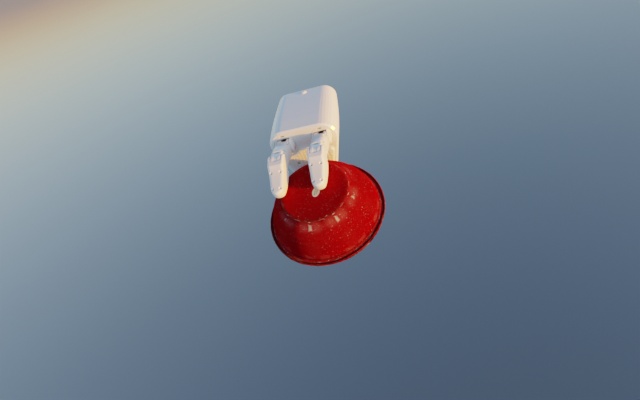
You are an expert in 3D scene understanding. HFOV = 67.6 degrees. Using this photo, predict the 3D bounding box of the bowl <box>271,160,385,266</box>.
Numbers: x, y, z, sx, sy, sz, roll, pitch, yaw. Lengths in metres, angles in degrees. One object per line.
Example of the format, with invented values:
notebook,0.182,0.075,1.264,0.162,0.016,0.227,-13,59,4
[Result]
bowl,0.000,0.003,0.624,0.162,0.162,0.055,0,-32,21
